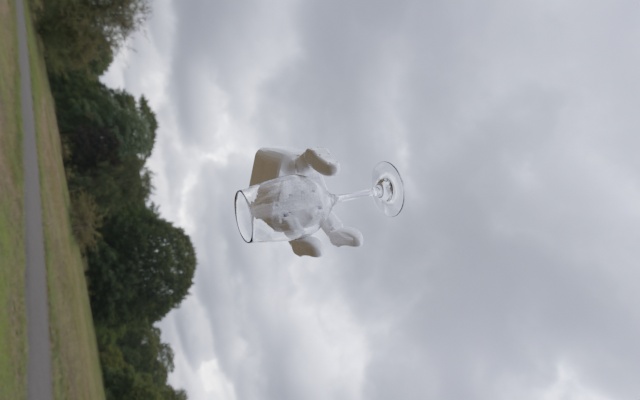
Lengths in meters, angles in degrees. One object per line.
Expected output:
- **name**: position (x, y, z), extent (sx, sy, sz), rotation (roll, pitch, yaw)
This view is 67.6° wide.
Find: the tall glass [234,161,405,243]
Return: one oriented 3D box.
- **tall glass**: position (0.001, 0.002, 0.583), extent (0.201, 0.079, 0.079), rotation (-11, 5, -26)
